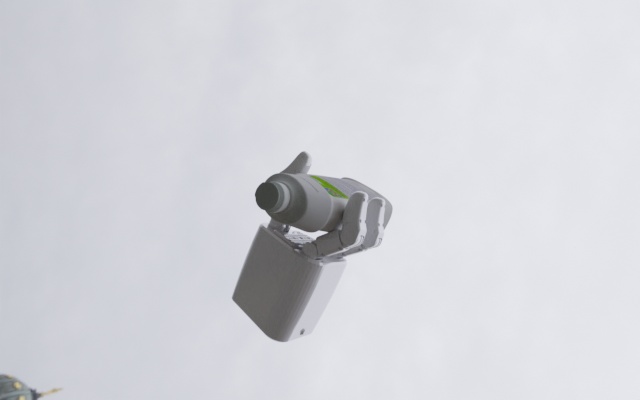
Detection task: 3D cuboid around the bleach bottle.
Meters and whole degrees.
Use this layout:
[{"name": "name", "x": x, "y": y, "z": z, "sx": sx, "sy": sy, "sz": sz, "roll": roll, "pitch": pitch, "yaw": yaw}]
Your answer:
[{"name": "bleach bottle", "x": 0.000, "y": 0.002, "z": 0.576, "sx": 0.102, "sy": 0.068, "sz": 0.251, "roll": 30, "pitch": 9, "yaw": 27}]
